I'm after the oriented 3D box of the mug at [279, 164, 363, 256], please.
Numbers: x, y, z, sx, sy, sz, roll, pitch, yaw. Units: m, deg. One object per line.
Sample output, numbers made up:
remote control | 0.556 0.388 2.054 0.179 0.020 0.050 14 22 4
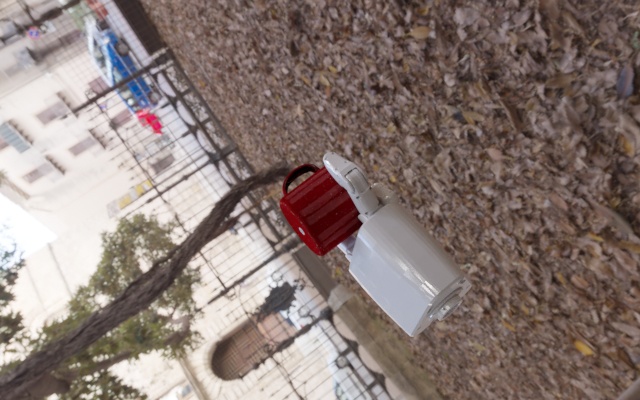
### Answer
mug | -0.001 0.001 0.553 0.081 0.117 0.093 -37 -29 -12
